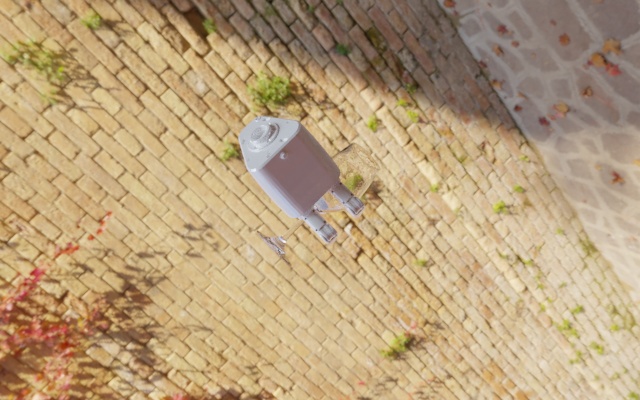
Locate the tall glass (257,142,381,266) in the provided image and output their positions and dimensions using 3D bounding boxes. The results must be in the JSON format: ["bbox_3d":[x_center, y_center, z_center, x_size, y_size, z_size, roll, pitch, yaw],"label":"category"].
[{"bbox_3d":[0.000,0.003,0.726,0.201,0.079,0.079,-45,-4,-4],"label":"tall glass"}]
